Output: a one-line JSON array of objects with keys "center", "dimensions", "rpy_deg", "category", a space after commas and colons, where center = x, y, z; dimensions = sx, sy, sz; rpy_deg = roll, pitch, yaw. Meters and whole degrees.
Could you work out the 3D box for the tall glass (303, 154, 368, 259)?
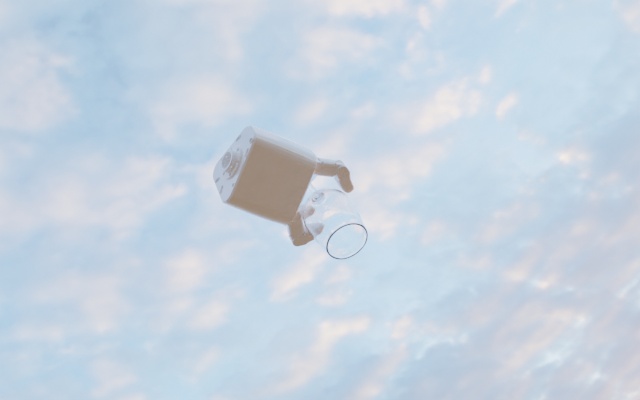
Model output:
[{"center": [0.000, 0.002, 0.722], "dimensions": [0.079, 0.079, 0.201], "rpy_deg": [0, 33, -26], "category": "tall glass"}]
